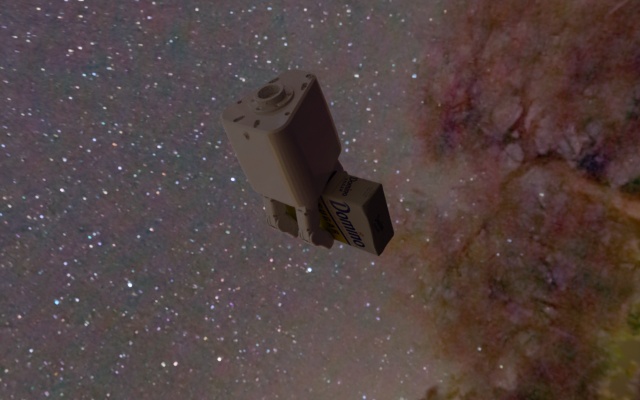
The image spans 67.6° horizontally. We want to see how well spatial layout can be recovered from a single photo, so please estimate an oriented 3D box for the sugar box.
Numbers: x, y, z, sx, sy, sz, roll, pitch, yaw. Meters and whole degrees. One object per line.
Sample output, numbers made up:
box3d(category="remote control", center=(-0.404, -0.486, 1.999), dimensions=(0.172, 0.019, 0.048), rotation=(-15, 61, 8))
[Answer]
box3d(category="sugar box", center=(0.000, 0.002, 0.595), dimensions=(0.176, 0.048, 0.093), rotation=(20, -32, 35))
